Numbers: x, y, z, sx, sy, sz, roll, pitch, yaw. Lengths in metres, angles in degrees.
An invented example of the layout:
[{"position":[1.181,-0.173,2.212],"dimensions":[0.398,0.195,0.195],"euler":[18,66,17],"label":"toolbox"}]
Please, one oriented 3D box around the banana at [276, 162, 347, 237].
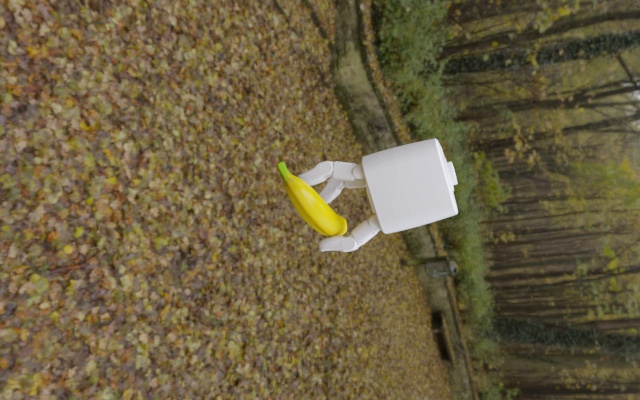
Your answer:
[{"position":[0.001,0.016,0.693],"dimensions":[0.037,0.069,0.198],"euler":[-22,-36,16],"label":"banana"}]
